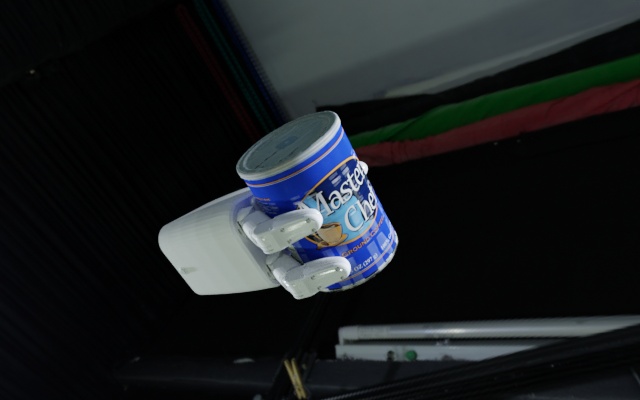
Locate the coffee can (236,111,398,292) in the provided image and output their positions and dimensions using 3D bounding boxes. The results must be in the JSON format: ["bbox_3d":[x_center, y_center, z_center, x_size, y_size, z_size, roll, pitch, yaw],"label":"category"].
[{"bbox_3d":[0.000,0.001,0.456,0.103,0.140,0.102,-24,26,12],"label":"coffee can"}]
